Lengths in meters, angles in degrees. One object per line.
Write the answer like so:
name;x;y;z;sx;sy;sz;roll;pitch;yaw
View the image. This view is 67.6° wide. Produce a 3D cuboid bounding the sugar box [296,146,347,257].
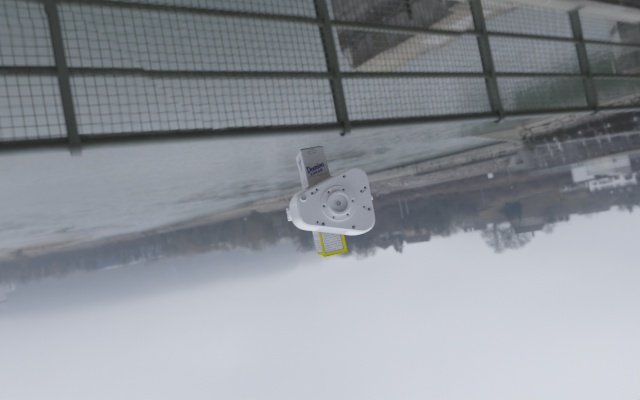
sugar box;0.001;0.003;0.799;0.048;0.176;0.093;-10;-2;-8
